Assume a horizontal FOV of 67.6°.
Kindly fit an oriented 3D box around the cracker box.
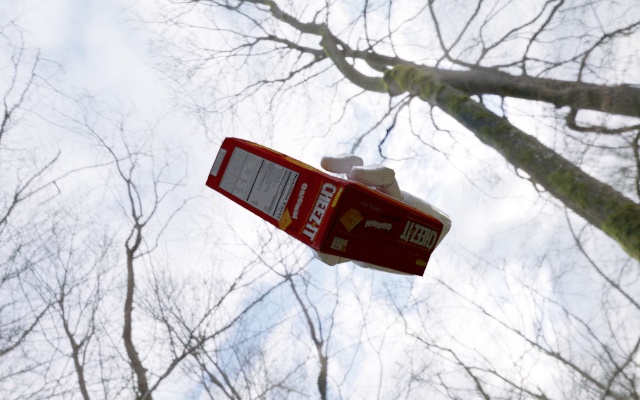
[{"bbox_3d":[0.000,0.002,0.524,0.164,0.072,0.213,19,4,-44],"label":"cracker box"}]
